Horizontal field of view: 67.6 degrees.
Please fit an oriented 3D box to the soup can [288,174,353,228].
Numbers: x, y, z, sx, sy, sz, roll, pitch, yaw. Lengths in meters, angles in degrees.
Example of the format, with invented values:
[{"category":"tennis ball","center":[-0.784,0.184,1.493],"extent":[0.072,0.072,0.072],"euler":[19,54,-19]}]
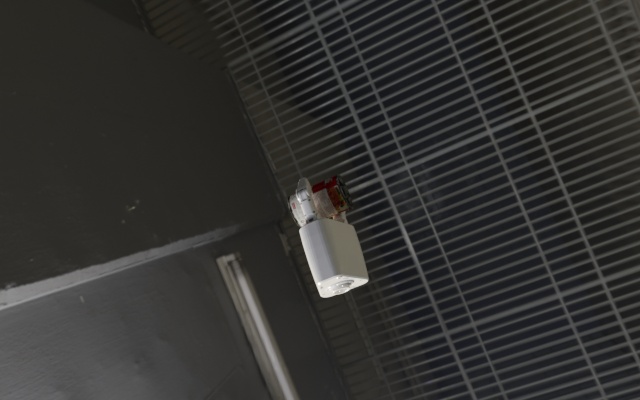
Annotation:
[{"category":"soup can","center":[0.000,0.003,0.875],"extent":[0.102,0.068,0.068],"euler":[-23,-5,12]}]
